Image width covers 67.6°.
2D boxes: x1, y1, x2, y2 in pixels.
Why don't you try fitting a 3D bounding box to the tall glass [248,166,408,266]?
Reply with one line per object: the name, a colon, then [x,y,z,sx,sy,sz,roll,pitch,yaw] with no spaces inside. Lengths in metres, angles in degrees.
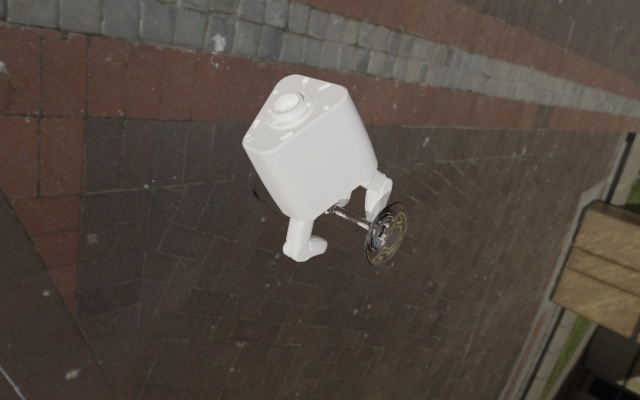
tall glass: [0.001,0.002,0.571,0.201,0.079,0.079,25,16,37]
